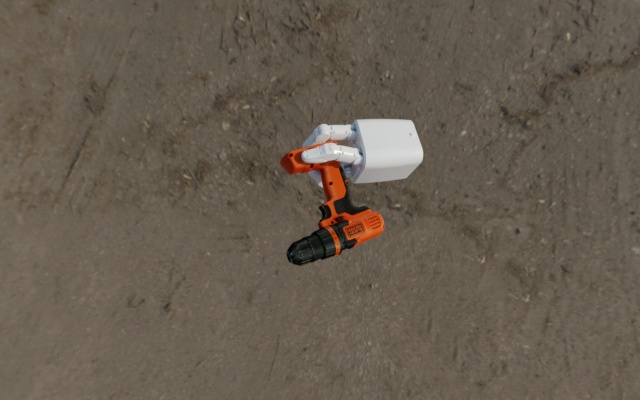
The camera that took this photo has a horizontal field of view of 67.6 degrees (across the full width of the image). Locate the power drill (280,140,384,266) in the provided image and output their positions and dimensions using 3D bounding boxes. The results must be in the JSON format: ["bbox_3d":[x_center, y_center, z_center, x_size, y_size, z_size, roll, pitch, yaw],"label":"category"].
[{"bbox_3d":[0.000,0.002,0.808,0.184,0.187,0.057,-19,-7,-28],"label":"power drill"}]
